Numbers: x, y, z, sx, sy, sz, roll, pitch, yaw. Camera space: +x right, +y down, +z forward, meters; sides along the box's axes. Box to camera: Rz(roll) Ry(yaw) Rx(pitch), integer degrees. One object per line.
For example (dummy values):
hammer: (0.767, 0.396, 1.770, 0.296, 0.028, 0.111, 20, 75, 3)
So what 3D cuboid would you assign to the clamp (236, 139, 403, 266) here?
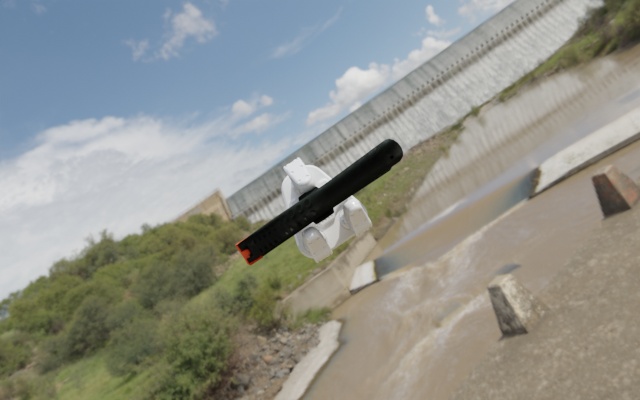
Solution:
clamp: (-0.001, 0.001, 0.516, 0.210, 0.036, 0.164, -34, -3, -3)
